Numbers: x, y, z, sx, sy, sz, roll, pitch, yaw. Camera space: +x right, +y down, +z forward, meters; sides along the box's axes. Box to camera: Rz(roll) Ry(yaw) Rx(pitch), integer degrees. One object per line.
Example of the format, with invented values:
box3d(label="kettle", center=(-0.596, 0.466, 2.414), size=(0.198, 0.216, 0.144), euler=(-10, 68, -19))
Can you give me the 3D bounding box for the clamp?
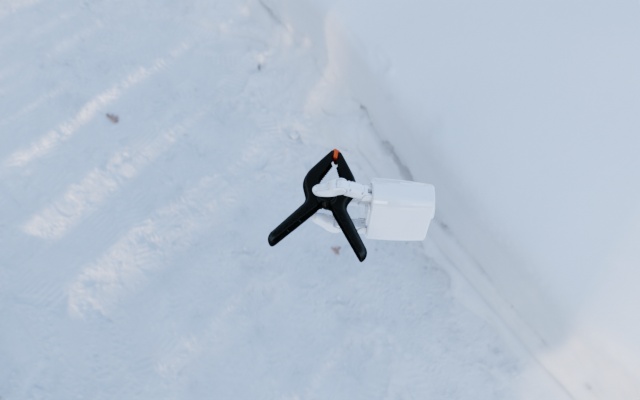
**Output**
box3d(label="clamp", center=(0.000, 0.002, 0.823), size=(0.164, 0.209, 0.036), euler=(4, -29, 1))
